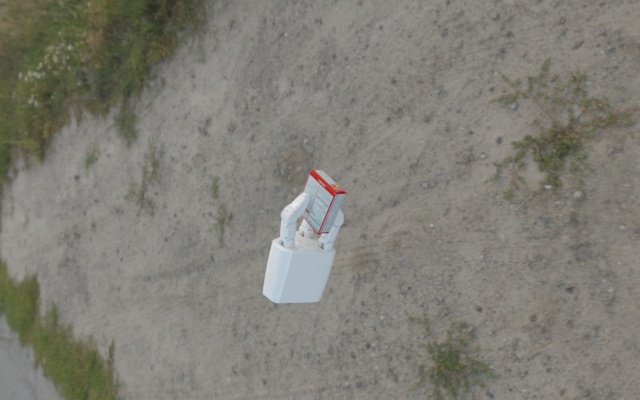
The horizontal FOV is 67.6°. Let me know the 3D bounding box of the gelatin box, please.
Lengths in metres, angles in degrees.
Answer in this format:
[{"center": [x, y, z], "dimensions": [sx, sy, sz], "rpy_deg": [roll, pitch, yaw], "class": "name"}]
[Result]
[{"center": [0.000, 0.002, 0.826], "dimensions": [0.030, 0.089, 0.073], "rpy_deg": [-6, 38, -40], "class": "gelatin box"}]
